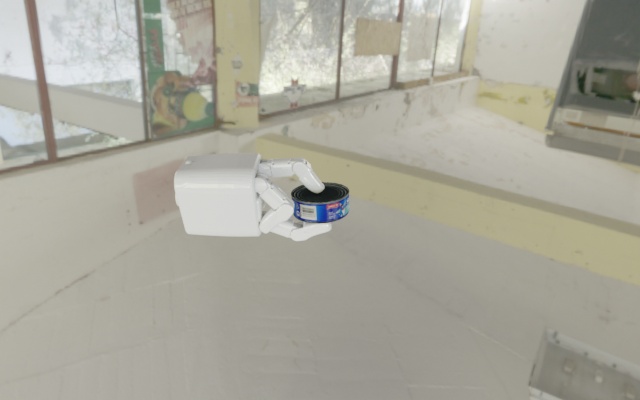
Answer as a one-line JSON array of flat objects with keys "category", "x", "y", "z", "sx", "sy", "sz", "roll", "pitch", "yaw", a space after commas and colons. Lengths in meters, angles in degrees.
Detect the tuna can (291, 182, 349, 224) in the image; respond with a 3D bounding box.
[{"category": "tuna can", "x": 0.000, "y": 0.003, "z": 0.704, "sx": 0.086, "sy": 0.034, "sz": 0.086, "roll": -3, "pitch": 22, "yaw": 1}]
